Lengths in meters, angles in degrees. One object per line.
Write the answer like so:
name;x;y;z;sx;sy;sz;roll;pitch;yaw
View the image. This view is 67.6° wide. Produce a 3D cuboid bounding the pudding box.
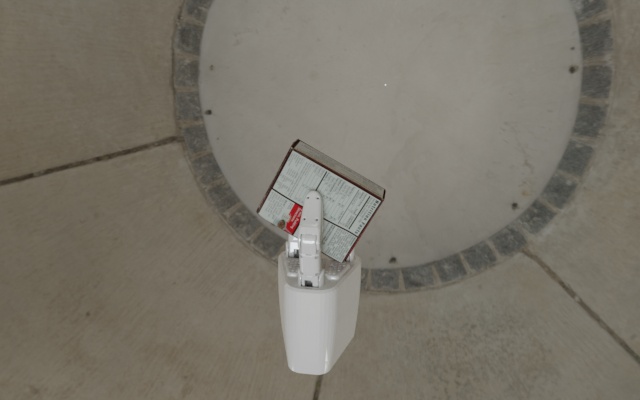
pudding box;0.000;0.002;0.513;0.113;0.090;0.039;30;21;-3
